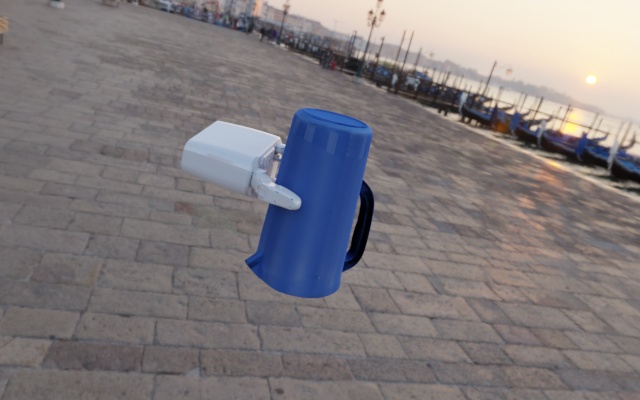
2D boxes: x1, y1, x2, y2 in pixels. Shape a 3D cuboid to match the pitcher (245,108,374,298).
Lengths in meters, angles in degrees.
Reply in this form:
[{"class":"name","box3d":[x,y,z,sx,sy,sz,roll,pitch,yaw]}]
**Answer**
[{"class":"pitcher","box3d":[0.000,0.002,0.671,0.145,0.243,0.149,19,18,13]}]
